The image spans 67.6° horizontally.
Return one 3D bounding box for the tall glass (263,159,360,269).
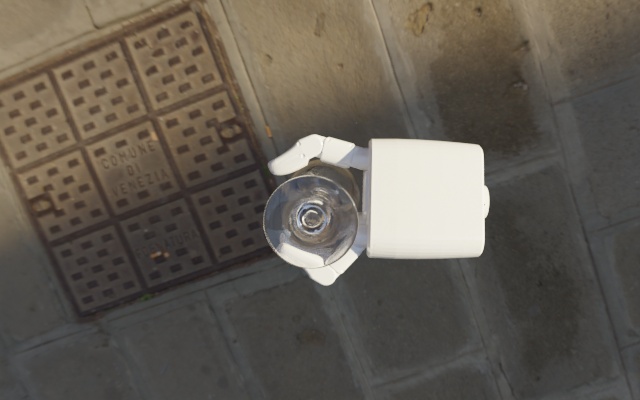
[{"bbox_3d":[0.000,0.002,0.466,0.079,0.079,0.201,0,9,4],"label":"tall glass"}]
